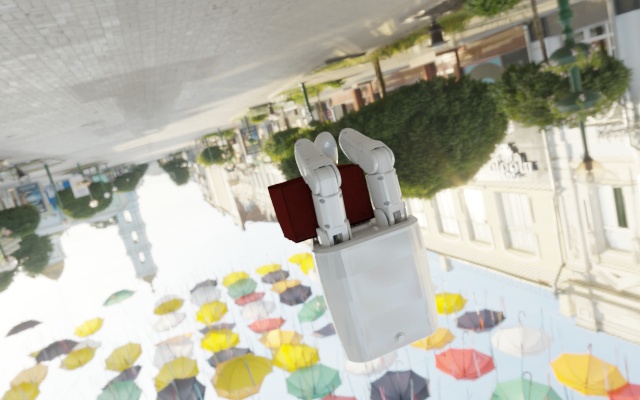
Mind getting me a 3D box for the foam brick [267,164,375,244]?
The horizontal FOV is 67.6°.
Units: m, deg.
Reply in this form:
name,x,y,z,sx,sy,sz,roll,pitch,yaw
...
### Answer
name,x,y,z,sx,sy,sz,roll,pitch,yaw
foam brick,0.000,0.001,0.430,0.078,0.051,0.053,-17,8,-16
